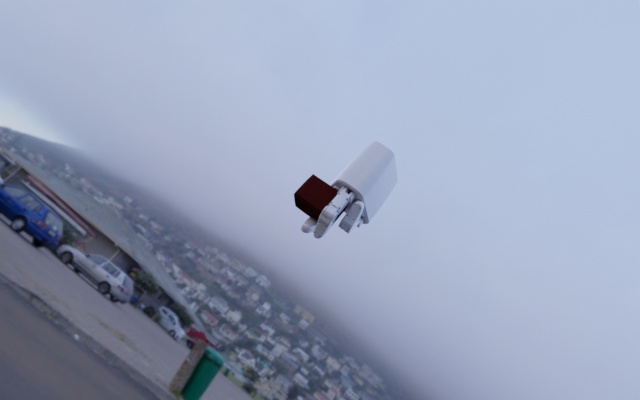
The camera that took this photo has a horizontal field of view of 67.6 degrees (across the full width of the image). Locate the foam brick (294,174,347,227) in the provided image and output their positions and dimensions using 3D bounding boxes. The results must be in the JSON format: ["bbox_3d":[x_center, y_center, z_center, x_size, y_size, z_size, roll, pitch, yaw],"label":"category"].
[{"bbox_3d":[0.000,0.003,0.827,0.078,0.051,0.053,35,-20,13],"label":"foam brick"}]
